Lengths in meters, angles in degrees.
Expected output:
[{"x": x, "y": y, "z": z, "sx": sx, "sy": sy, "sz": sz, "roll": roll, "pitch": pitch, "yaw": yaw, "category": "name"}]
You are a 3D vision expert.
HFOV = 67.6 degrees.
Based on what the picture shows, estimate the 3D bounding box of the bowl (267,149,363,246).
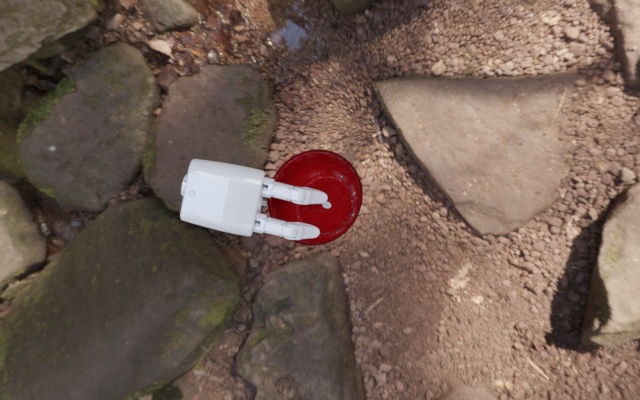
[{"x": 0.002, "y": 0.002, "z": 0.756, "sx": 0.162, "sy": 0.162, "sz": 0.055, "roll": 0, "pitch": 13, "yaw": -17, "category": "bowl"}]
